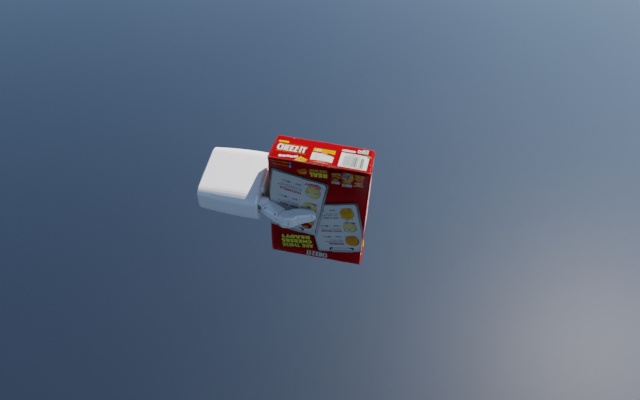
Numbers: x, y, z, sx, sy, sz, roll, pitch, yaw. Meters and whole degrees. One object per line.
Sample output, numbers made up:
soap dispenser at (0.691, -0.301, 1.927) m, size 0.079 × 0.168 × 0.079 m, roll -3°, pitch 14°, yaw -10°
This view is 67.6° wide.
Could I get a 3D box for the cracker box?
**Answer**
cracker box at (0.000, 0.003, 0.812) m, size 0.164 × 0.214 × 0.072 m, roll 10°, pitch 44°, yaw 8°
